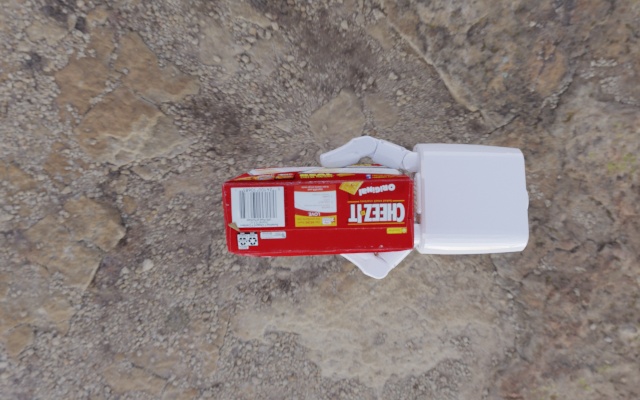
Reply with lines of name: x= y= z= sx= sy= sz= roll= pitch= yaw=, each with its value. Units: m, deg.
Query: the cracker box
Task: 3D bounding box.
cracker box: x=0.000 y=0.002 z=0.507 sx=0.164 sy=0.072 sz=0.213 roll=-2 pitch=7 yaw=1
